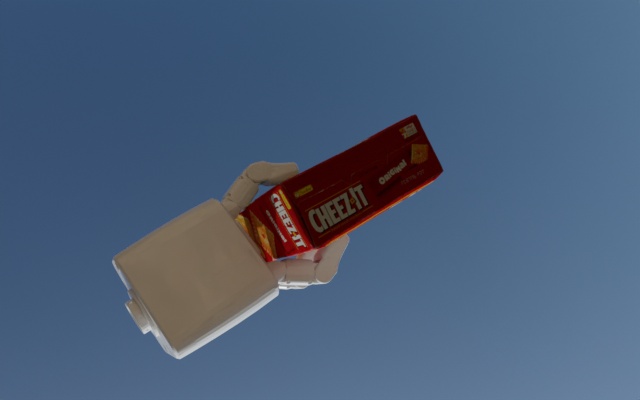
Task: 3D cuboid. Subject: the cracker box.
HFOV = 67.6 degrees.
[{"bbox_3d":[0.000,0.002,0.512,0.164,0.072,0.214,-30,2,-28],"label":"cracker box"}]
